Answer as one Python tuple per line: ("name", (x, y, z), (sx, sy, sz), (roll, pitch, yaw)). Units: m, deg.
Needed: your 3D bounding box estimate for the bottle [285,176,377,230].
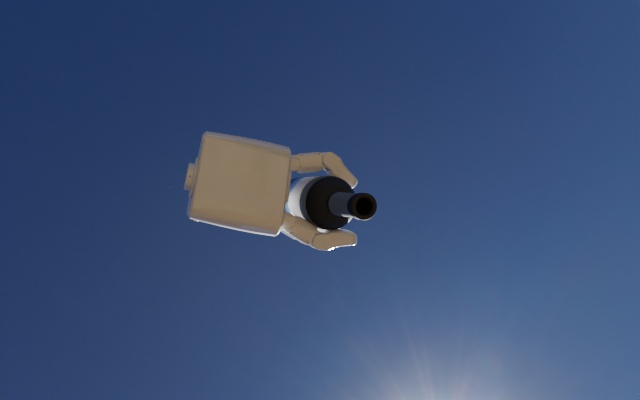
("bottle", (0.000, 0.002, 0.617), (0.069, 0.069, 0.295), (0, 2, -17))
